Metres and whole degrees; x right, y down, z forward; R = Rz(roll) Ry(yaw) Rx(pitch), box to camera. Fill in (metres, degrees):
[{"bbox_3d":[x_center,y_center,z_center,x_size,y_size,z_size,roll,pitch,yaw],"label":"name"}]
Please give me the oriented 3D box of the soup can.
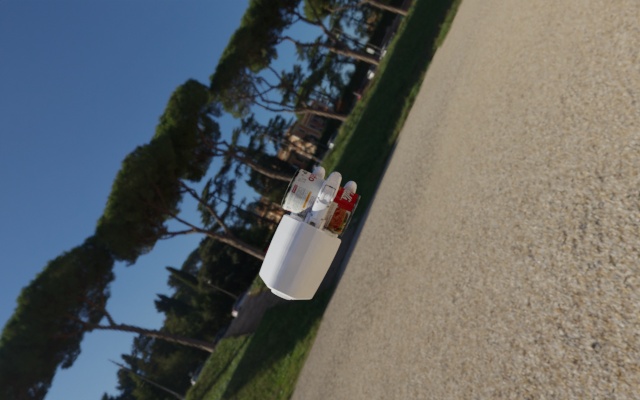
[{"bbox_3d":[0.000,0.002,0.721,0.102,0.068,0.068,25,1,1],"label":"soup can"}]
